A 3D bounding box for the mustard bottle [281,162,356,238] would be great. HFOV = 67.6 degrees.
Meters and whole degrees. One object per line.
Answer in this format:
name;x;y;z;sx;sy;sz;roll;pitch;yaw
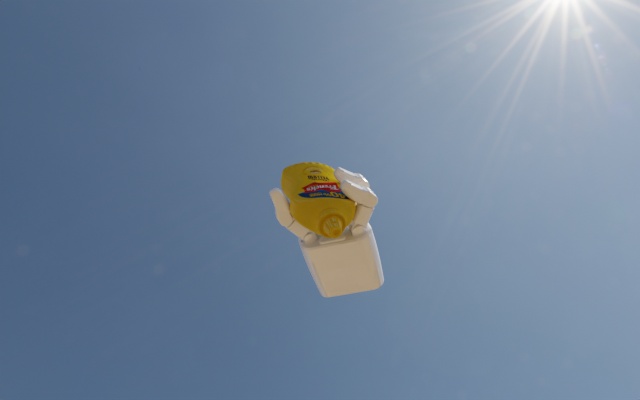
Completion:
mustard bottle;0.000;0.002;0.713;0.096;0.058;0.191;3;25;-15
